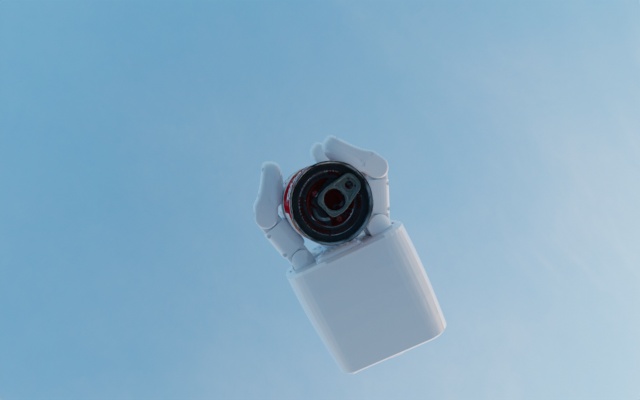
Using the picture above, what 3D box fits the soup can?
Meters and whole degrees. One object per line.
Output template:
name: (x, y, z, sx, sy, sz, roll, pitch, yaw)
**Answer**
soup can: (0.000, 0.001, 0.425, 0.068, 0.068, 0.102, 0, 1, -11)
